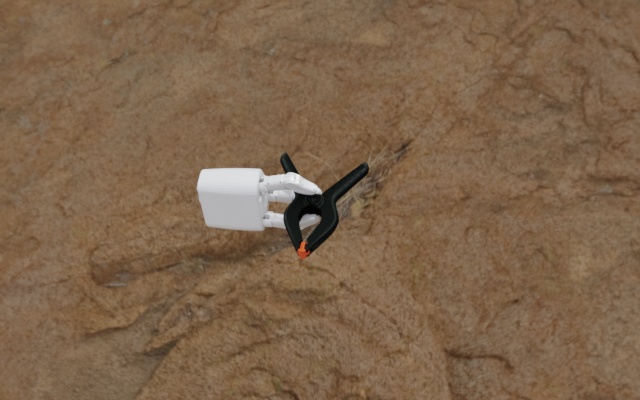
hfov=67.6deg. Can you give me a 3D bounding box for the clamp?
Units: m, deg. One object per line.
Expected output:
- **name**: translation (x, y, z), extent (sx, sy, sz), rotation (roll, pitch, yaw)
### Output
- **clamp**: translation (0.000, 0.003, 0.828), extent (0.164, 0.209, 0.036), rotation (1, -34, 6)
